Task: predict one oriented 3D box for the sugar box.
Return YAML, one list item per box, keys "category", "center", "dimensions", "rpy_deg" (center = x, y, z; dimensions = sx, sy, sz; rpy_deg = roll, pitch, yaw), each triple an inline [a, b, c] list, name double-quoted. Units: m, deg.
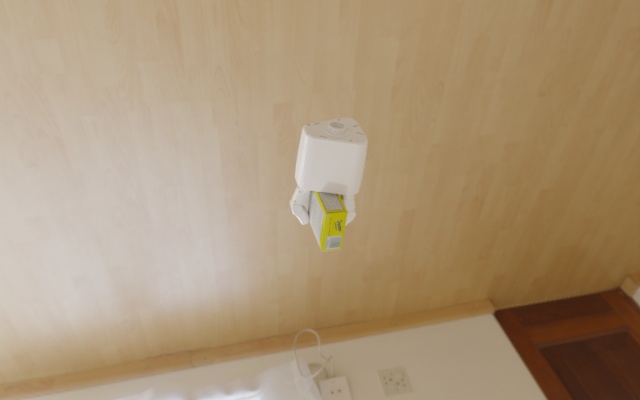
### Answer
- category: "sugar box"
  center: [0.001, 0.003, 0.894]
  dimensions: [0.048, 0.093, 0.176]
  rpy_deg: [-4, 39, -14]
